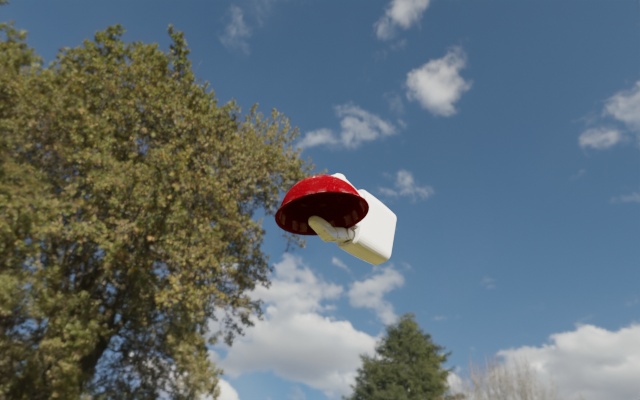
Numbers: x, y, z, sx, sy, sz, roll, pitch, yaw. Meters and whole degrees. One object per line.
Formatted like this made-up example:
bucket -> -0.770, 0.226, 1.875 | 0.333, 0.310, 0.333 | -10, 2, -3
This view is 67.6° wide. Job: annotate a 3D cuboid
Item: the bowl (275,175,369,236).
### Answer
bowl -> -0.001, 0.002, 0.820 | 0.162, 0.055, 0.162 | -6, -28, -3
